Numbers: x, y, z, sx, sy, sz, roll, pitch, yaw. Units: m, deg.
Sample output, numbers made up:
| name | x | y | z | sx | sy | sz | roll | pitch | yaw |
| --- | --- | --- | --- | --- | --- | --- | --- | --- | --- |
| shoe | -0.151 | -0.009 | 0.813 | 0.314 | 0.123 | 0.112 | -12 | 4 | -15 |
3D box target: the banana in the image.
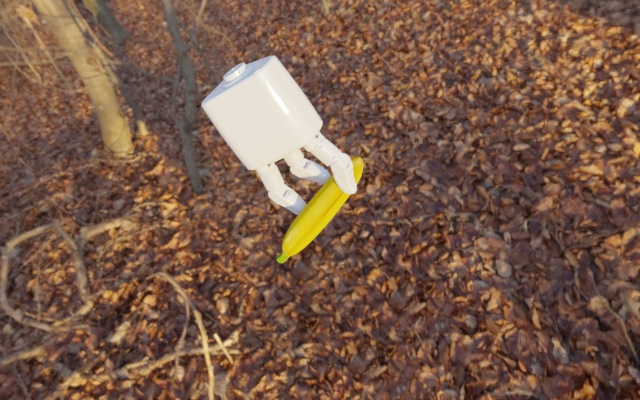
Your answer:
| name | x | y | z | sx | sy | sz | roll | pitch | yaw |
| --- | --- | --- | --- | --- | --- | --- | --- | --- | --- |
| banana | 0.004 | 0.003 | 0.664 | 0.037 | 0.197 | 0.069 | 44 | -17 | -12 |
